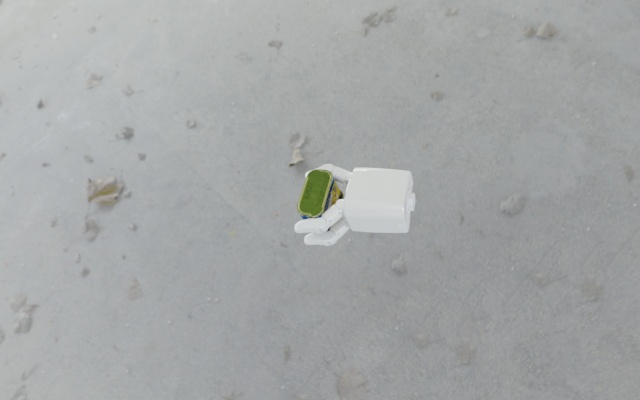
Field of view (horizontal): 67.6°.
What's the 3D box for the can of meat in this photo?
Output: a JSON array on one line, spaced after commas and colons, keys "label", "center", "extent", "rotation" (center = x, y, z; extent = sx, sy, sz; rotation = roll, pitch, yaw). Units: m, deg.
[{"label": "can of meat", "center": [0.000, 0.003, 0.894], "extent": [0.057, 0.102, 0.084], "rotation": [8, -24, 20]}]
